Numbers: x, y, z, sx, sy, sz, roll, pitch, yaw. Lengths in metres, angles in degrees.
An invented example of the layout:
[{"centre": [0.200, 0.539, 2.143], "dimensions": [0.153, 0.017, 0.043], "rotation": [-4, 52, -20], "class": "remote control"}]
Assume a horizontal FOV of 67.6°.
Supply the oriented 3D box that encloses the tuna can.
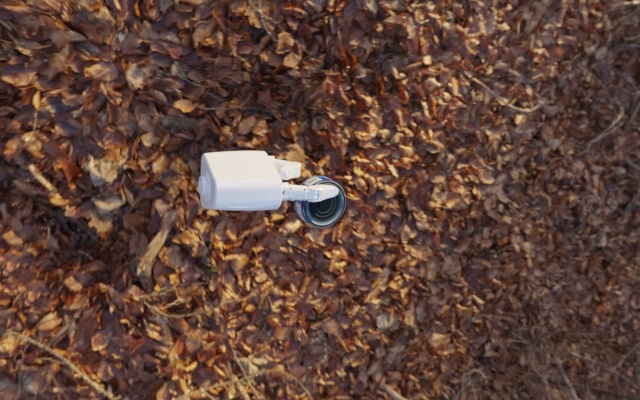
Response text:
[{"centre": [0.000, 0.003, 0.816], "dimensions": [0.086, 0.086, 0.033], "rotation": [0, 15, -29], "class": "tuna can"}]
